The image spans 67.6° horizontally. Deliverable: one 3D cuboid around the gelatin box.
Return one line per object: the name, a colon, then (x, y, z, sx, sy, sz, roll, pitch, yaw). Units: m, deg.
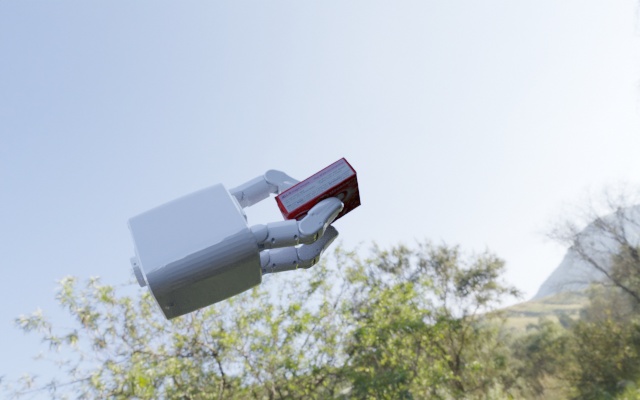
gelatin box: (0.000, 0.001, 0.526, 0.089, 0.030, 0.073, -31, -28, -8)
